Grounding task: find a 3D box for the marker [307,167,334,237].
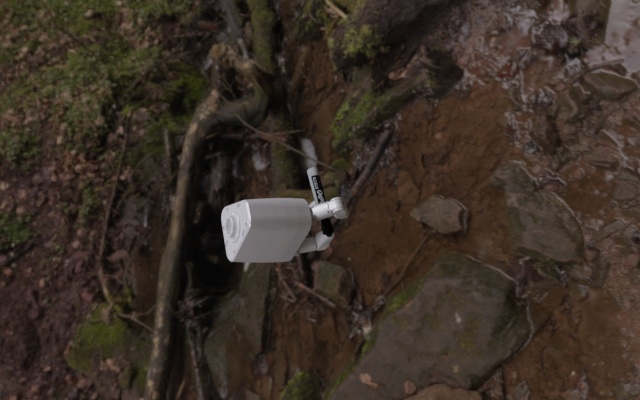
[{"bbox_3d":[0.000,0.003,0.778,0.020,0.121,0.020,-12,-23,-5],"label":"marker"}]
